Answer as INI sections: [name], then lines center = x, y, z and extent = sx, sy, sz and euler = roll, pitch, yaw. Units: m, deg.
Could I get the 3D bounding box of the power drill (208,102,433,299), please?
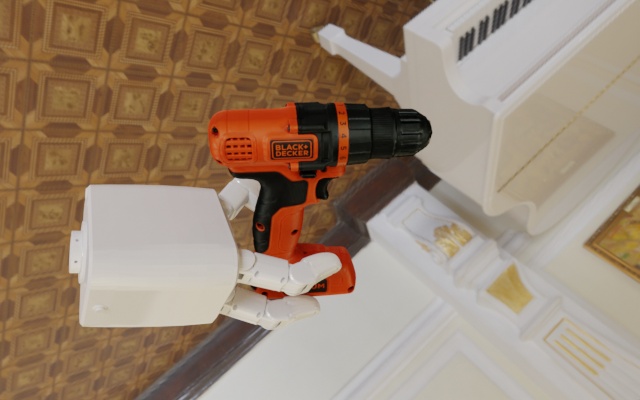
[power drill]
center = 0.000, 0.002, 0.433
extent = 0.184, 0.188, 0.057
euler = -1, 32, -4
